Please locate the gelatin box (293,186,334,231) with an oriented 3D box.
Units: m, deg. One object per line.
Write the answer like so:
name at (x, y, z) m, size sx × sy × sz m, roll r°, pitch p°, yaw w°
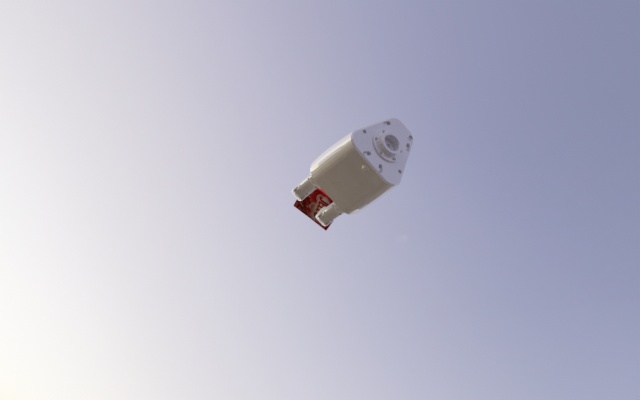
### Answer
gelatin box at (0.000, 0.002, 0.801) m, size 0.073 × 0.030 × 0.089 m, roll 37°, pitch -34°, yaw 3°
